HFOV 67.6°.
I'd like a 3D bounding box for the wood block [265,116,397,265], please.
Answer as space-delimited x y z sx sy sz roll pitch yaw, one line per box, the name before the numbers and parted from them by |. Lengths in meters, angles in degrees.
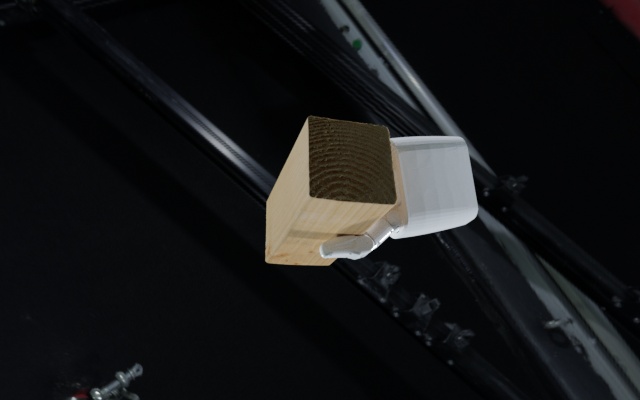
wood block | 0.000 0.002 0.549 0.090 0.090 0.206 5 -25 -16
